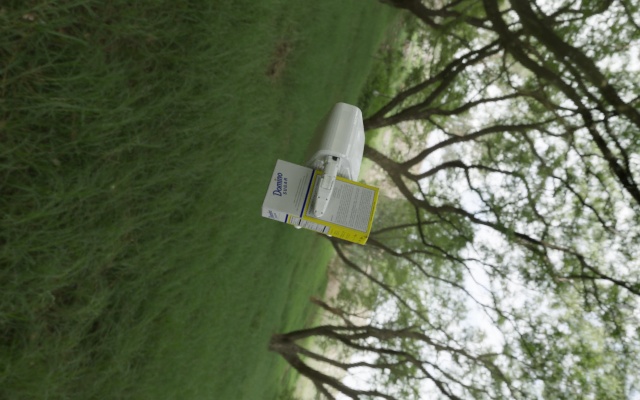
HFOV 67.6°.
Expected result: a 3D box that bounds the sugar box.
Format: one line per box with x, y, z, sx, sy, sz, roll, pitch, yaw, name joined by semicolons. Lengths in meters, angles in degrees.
0.000;0.003;0.779;0.176;0.093;0.048;16;-27;0;sugar box
